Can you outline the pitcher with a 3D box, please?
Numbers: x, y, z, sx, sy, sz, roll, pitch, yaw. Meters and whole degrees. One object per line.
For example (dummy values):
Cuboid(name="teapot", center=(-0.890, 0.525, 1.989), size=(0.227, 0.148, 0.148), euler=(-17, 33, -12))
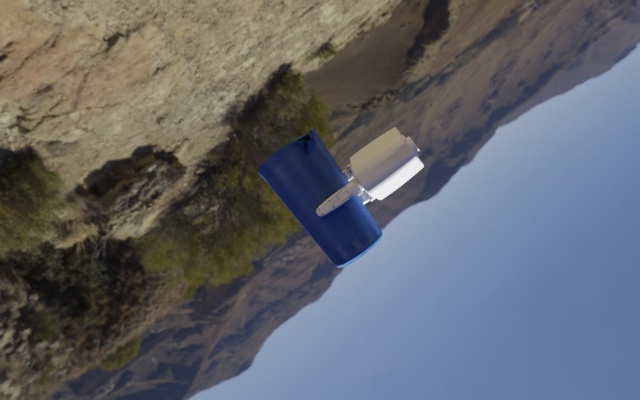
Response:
Cuboid(name="pitcher", center=(0.000, 0.003, 0.897), size=(0.145, 0.243, 0.149), euler=(-37, -2, 12))
